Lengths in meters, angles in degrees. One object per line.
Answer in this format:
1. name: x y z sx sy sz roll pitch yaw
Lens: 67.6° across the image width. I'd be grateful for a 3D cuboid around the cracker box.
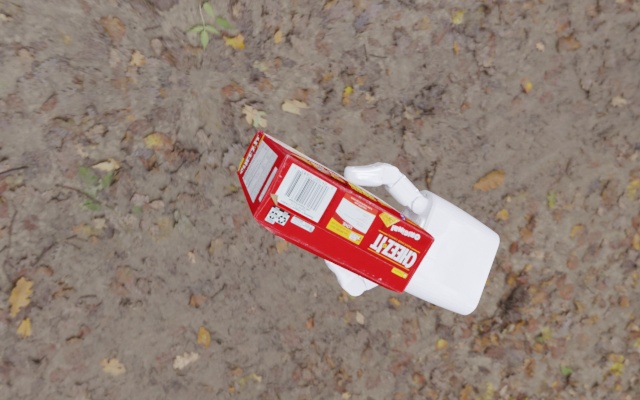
1. cracker box: 0.000 0.002 0.516 0.164 0.072 0.213 28 5 -19
